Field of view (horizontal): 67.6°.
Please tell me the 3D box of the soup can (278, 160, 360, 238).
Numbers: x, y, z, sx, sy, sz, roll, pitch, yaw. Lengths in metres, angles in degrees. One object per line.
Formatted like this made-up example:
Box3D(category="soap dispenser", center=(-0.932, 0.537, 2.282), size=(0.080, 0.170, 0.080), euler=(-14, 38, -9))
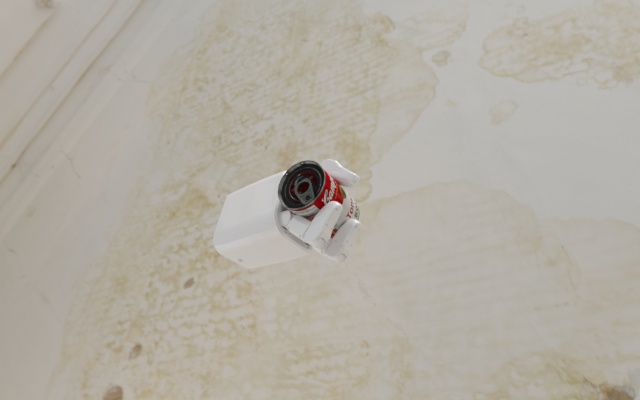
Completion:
Box3D(category="soup can", center=(0.001, 0.002, 0.622), size=(0.068, 0.068, 0.102), euler=(0, -26, 33))
